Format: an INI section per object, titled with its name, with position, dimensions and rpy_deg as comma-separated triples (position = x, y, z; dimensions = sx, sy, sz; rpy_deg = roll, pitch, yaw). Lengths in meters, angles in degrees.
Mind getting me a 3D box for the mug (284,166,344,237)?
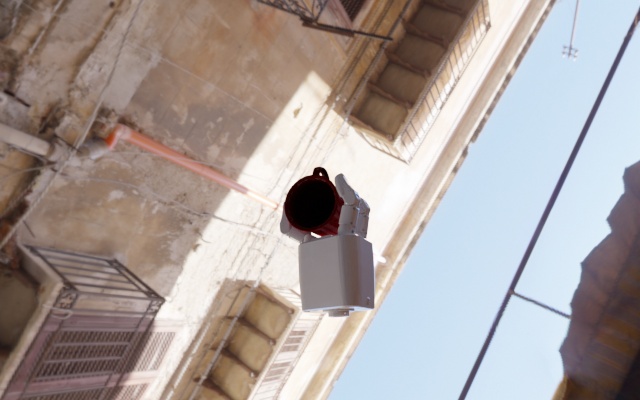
[mug]
position = 0.000, 0.001, 0.782
dimensions = 0.093, 0.117, 0.081
rpy_deg = -7, -18, 22
